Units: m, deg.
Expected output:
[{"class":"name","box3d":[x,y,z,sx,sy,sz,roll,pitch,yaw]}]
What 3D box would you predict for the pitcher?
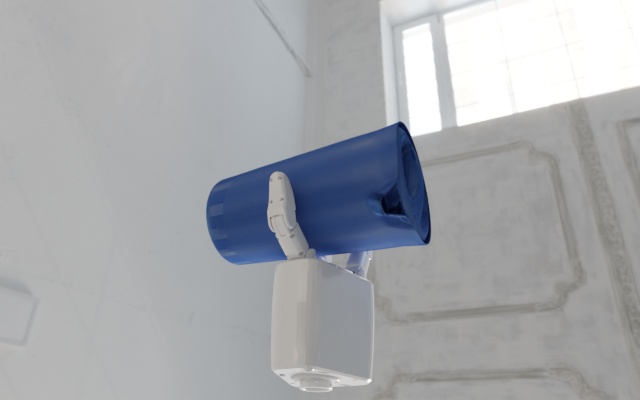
[{"class":"pitcher","box3d":[0.000,0.002,0.555,0.243,0.145,0.149,-12,-33,22]}]
